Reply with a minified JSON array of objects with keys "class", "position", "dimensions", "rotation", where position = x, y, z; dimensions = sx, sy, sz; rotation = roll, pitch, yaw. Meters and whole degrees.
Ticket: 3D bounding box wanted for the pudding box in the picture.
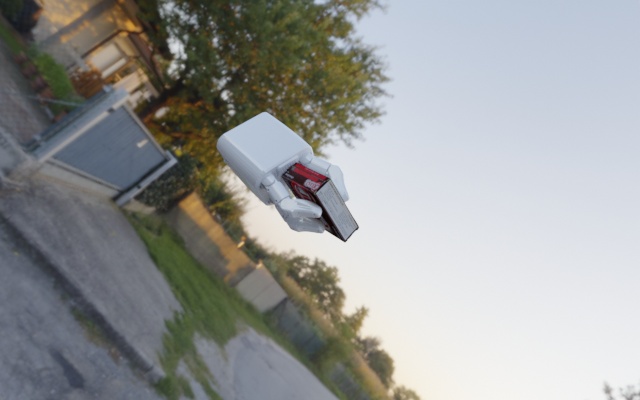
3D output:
[{"class":"pudding box","position":[0.000,0.002,0.722],"dimensions":[0.090,0.039,0.114],"rotation":[30,-20,50]}]
